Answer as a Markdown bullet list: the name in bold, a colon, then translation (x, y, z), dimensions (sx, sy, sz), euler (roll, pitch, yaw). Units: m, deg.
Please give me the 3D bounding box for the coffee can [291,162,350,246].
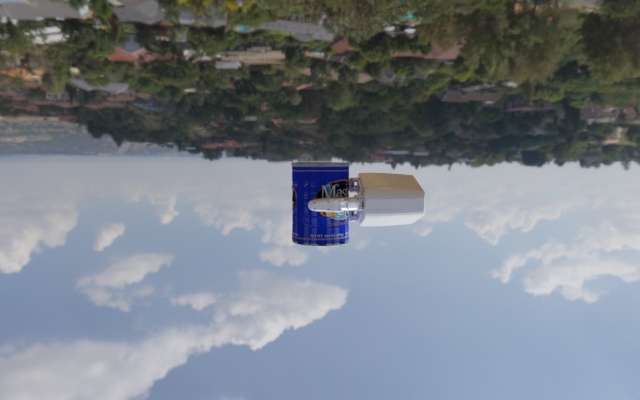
- **coffee can**: translation (0.000, 0.003, 0.844), dimensions (0.103, 0.140, 0.103), euler (0, 5, 0)
